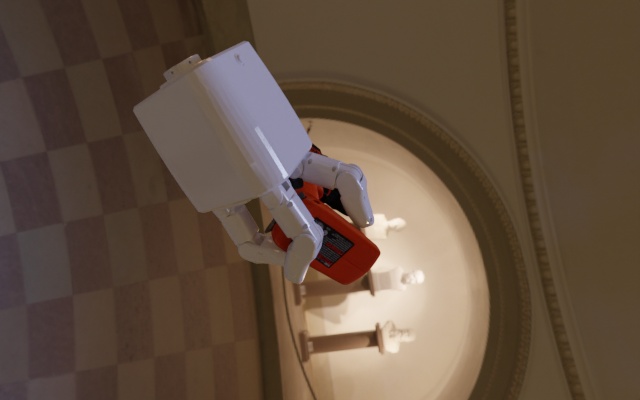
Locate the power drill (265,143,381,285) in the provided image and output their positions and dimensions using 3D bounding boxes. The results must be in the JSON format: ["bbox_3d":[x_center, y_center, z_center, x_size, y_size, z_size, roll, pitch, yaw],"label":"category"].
[{"bbox_3d":[0.000,0.002,0.510,0.184,0.057,0.187,33,18,-29],"label":"power drill"}]
